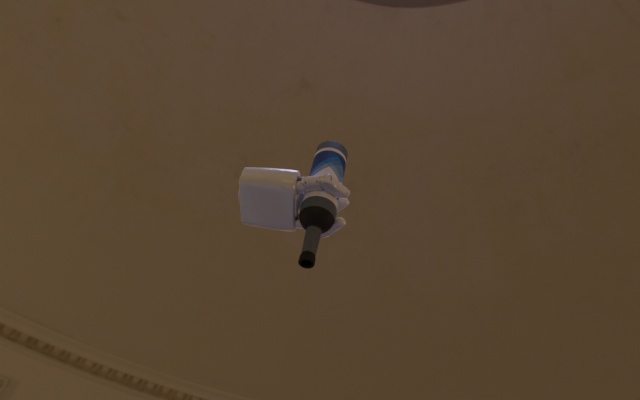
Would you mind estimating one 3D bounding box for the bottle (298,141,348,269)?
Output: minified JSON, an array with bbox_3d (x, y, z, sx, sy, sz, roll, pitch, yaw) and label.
[{"bbox_3d":[0.000,0.003,0.891,0.069,0.069,0.295,0,44,13],"label":"bottle"}]
